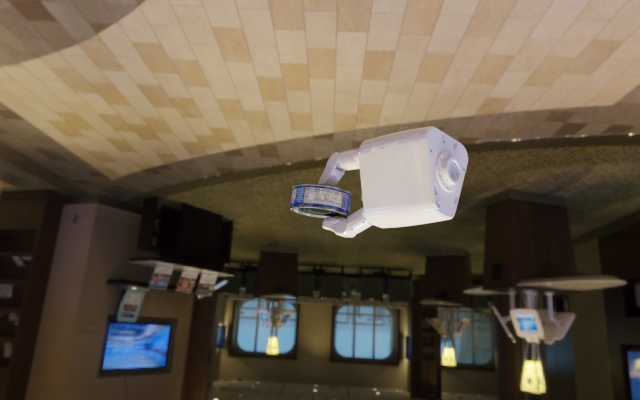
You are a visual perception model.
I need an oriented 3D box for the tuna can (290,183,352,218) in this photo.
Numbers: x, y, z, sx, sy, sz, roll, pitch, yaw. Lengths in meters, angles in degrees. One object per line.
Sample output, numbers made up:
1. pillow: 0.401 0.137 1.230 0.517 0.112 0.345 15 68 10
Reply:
1. tuna can: 0.000 0.003 0.680 0.086 0.033 0.086 7 -11 1
